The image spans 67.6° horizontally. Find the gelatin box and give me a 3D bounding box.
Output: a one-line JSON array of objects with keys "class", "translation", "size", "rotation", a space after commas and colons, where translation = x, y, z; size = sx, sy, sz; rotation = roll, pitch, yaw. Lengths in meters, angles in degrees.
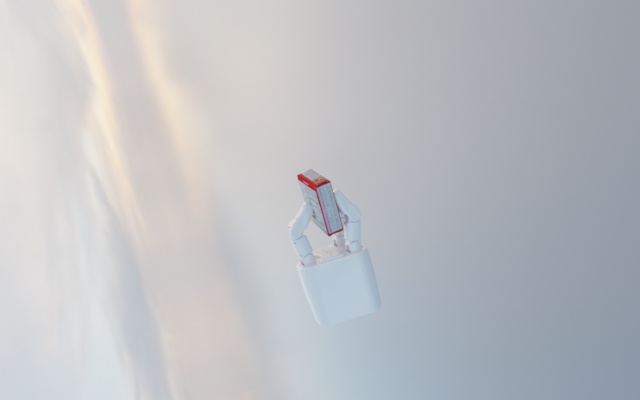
[{"class": "gelatin box", "translation": [0.000, 0.002, 0.749], "size": [0.030, 0.089, 0.073], "rotation": [-24, 26, -16]}]
